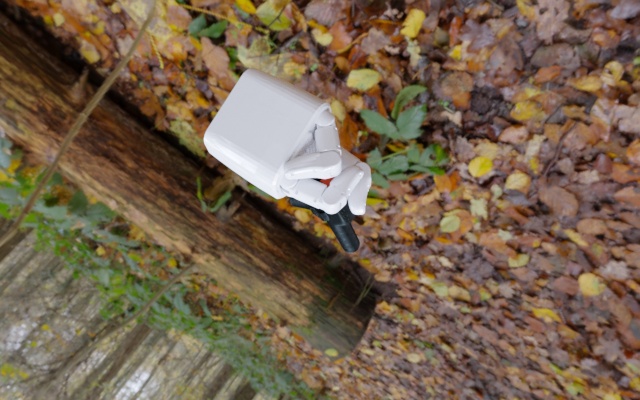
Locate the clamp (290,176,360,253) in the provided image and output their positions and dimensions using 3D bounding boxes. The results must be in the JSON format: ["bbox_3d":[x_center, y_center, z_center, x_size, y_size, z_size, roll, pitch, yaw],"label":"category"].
[{"bbox_3d":[0.000,0.002,0.606,0.120,0.039,0.171,32,-20,18],"label":"clamp"}]
